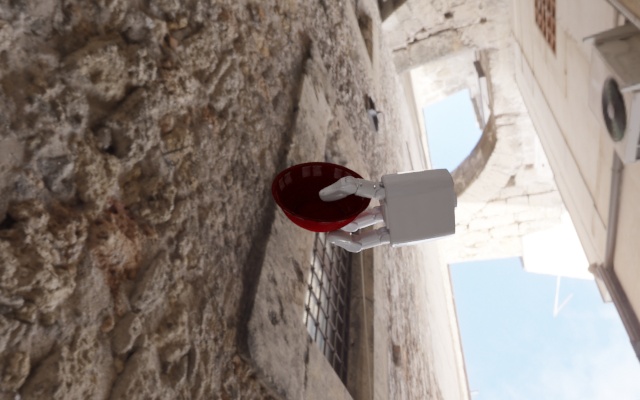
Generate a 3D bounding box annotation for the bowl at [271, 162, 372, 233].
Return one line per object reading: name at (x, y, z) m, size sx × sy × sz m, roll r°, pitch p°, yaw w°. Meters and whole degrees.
bowl at (-0.001, 0.003, 0.783) m, size 0.162 × 0.055 × 0.162 m, roll 3°, pitch 38°, yaw -3°
